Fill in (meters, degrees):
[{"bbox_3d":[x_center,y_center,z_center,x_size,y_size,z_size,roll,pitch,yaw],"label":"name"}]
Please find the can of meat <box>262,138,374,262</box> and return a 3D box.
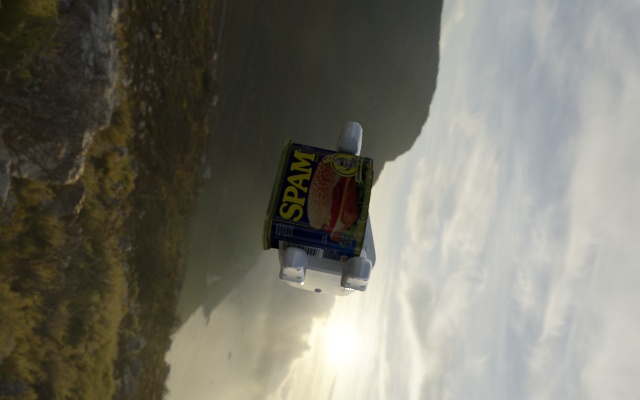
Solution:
[{"bbox_3d":[0.000,0.001,0.430,0.084,0.102,0.057,11,-28,1],"label":"can of meat"}]
